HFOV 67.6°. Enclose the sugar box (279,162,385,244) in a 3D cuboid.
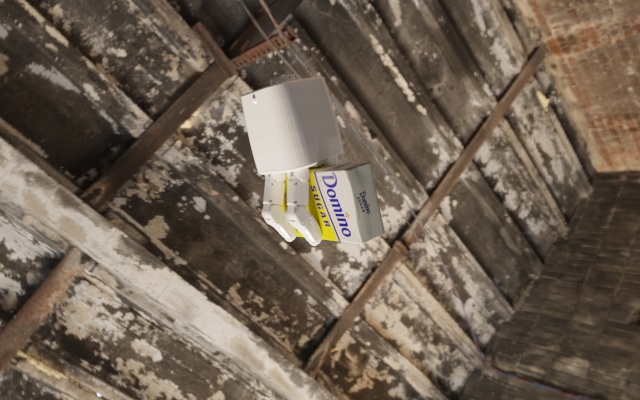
[{"bbox_3d":[0.000,0.002,0.624,0.048,0.093,0.176,-20,12,-34],"label":"sugar box"}]
